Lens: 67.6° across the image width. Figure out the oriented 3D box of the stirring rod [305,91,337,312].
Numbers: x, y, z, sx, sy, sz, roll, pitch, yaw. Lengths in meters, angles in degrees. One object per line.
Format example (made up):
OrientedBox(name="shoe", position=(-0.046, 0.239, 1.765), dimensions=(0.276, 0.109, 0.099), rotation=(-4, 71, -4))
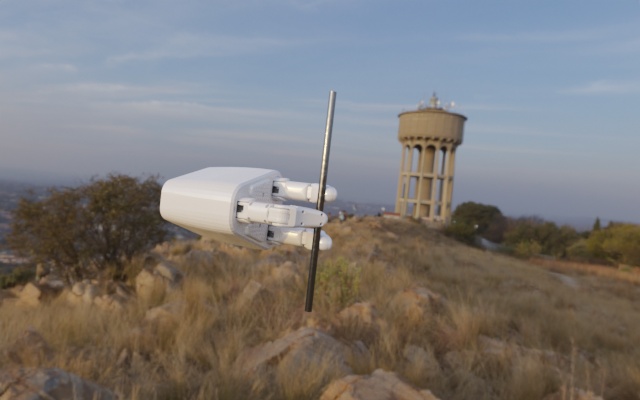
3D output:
OrientedBox(name="stirring rod", position=(0.000, 0.002, 0.521), dimensions=(0.011, 0.239, 0.011), rotation=(6, 1, 0))
